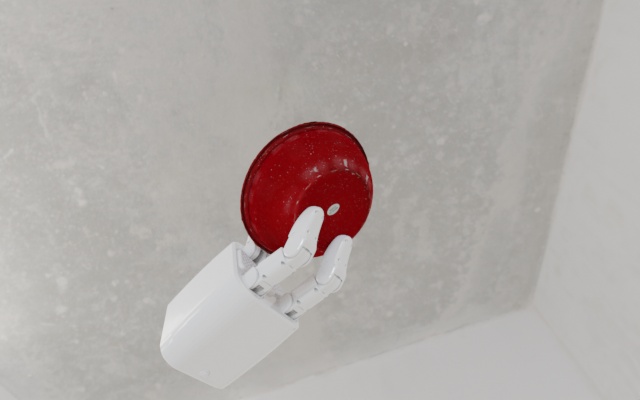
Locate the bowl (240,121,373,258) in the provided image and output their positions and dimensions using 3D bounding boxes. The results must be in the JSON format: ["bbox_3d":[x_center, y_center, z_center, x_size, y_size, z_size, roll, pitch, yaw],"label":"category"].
[{"bbox_3d":[0.001,0.001,0.505,0.162,0.162,0.055,0,22,-32],"label":"bowl"}]
